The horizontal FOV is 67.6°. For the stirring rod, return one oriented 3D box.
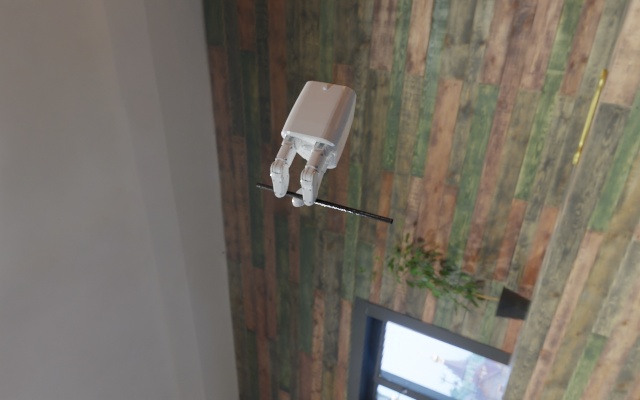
[{"bbox_3d":[0.000,0.002,0.760,0.239,0.011,0.011,15,6,23],"label":"stirring rod"}]
